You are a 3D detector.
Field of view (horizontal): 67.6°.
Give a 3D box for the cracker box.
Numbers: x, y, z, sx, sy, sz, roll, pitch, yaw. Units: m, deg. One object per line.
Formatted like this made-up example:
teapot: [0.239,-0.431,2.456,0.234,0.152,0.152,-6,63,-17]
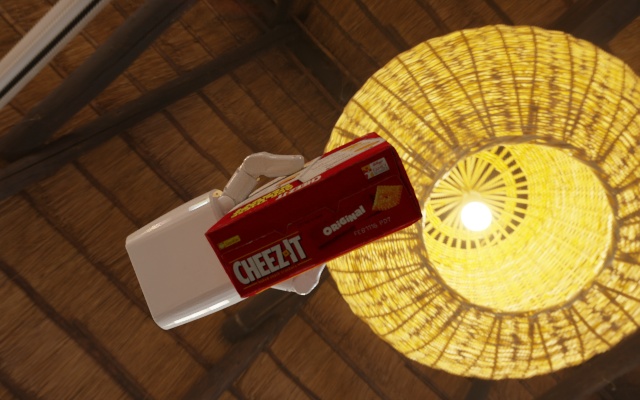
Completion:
cracker box: [0.000,0.001,0.471,0.164,0.072,0.213,-26,9,7]
